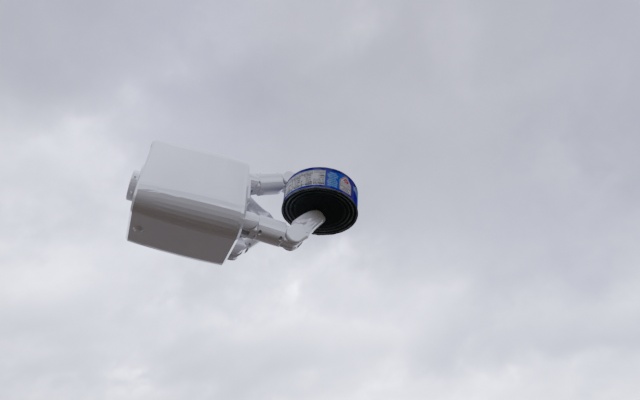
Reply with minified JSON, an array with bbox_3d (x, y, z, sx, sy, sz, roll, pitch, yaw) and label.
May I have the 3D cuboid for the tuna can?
[{"bbox_3d":[0.000,0.001,0.540,0.086,0.033,0.086,3,-39,2],"label":"tuna can"}]
